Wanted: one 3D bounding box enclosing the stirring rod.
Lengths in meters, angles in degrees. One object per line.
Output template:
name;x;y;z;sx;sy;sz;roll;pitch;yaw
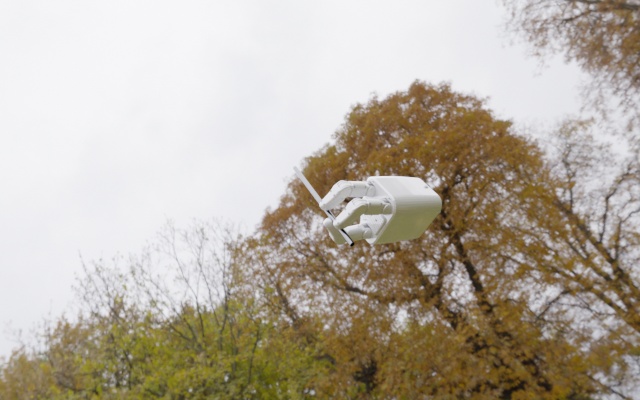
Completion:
stirring rod;0.000;0.003;0.826;0.011;0.011;0.239;0;33;-29
